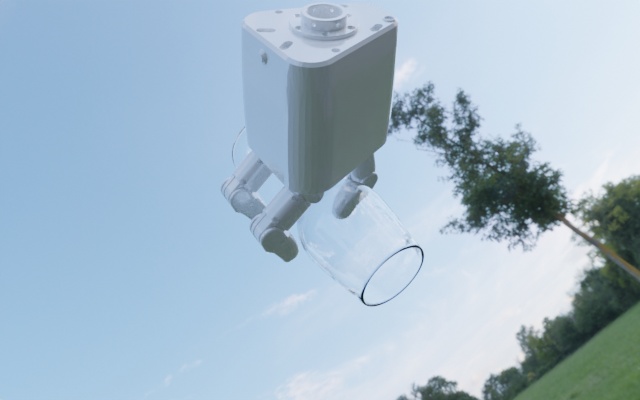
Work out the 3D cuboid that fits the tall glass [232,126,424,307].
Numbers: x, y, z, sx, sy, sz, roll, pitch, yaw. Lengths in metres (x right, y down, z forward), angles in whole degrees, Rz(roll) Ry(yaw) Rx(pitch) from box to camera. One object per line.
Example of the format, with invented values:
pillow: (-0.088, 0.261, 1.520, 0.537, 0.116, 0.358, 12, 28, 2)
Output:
tall glass: (0.000, 0.001, 0.422, 0.079, 0.079, 0.201, 0, 35, -44)
